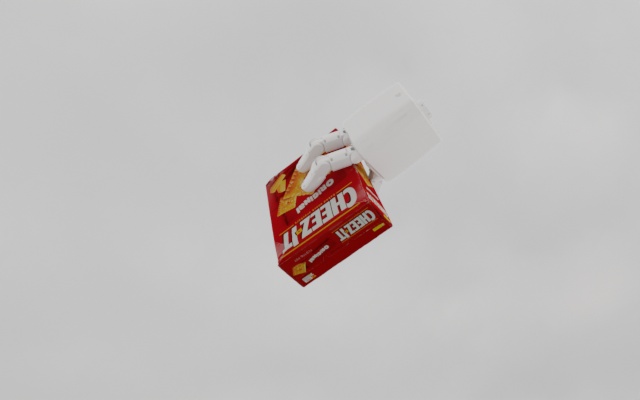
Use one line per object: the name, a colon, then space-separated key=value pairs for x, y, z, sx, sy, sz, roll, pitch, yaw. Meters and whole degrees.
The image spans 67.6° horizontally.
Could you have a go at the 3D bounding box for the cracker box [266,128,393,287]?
cracker box: x=0.000 y=0.002 z=0.747 sx=0.072 sy=0.164 sz=0.213 roll=44 pitch=17 yaw=-33
